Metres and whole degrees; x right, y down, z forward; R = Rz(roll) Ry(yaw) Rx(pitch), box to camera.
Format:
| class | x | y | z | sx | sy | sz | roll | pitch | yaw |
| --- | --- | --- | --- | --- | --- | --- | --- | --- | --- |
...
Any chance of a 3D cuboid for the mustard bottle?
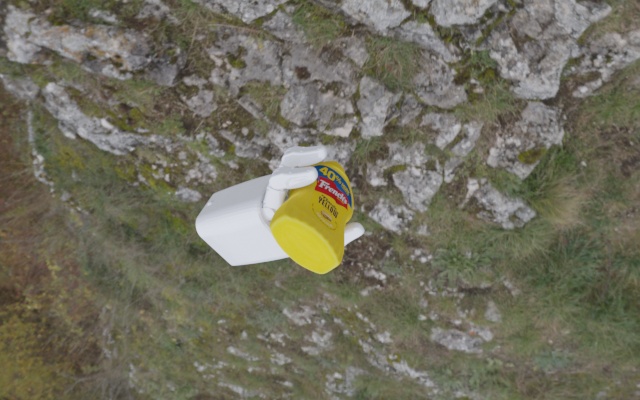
| class | x | y | z | sx | sy | sz | roll | pitch | yaw |
| --- | --- | --- | --- | --- | --- | --- | --- | --- | --- |
| mustard bottle | 0.000 | 0.002 | 0.633 | 0.058 | 0.096 | 0.191 | -38 | 18 | 32 |
